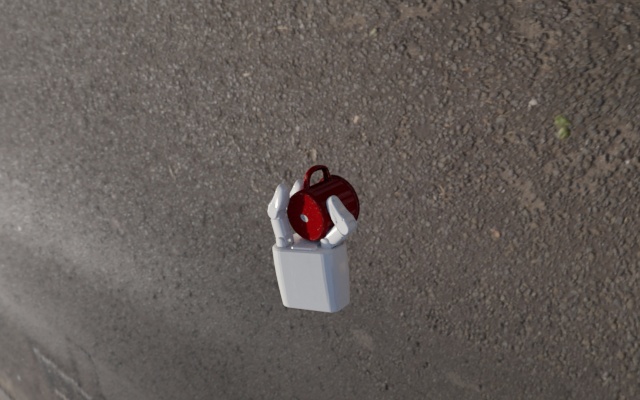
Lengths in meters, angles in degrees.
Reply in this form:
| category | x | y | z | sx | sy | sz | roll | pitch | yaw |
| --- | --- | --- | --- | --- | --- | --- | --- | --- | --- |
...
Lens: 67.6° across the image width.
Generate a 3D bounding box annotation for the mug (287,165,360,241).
| category | x | y | z | sx | sy | sz | roll | pitch | yaw |
| --- | --- | --- | --- | --- | --- | --- | --- | --- | --- |
| mug | 0.000 | 0.001 | 0.751 | 0.093 | 0.117 | 0.081 | 8 | 22 | 40 |
